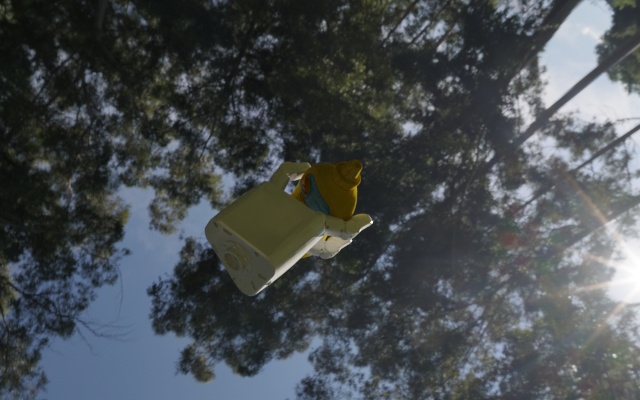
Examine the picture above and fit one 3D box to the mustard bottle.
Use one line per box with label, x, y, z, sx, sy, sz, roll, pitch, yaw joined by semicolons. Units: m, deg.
mustard bottle;0.000;0.002;0.695;0.058;0.096;0.192;-8;-27;-38
